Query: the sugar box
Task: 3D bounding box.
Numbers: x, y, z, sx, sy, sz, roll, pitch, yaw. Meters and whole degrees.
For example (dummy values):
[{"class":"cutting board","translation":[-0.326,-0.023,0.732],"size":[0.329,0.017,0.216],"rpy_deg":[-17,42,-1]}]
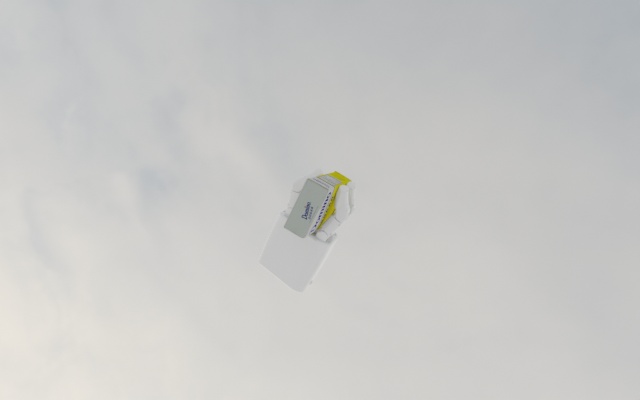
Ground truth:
[{"class":"sugar box","translation":[0.001,0.003,0.827],"size":[0.048,0.093,0.176],"rpy_deg":[29,15,8]}]
